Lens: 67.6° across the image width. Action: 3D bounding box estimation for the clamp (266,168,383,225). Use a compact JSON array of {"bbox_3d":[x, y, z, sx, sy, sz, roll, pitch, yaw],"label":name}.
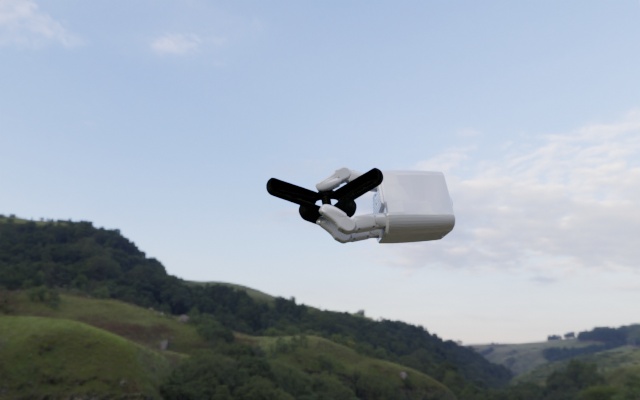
[{"bbox_3d":[0.000,0.002,0.750,0.164,0.036,0.210,-2,-20,-5],"label":"clamp"}]
